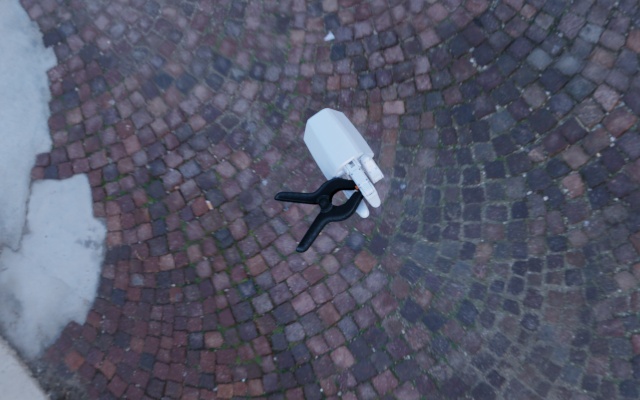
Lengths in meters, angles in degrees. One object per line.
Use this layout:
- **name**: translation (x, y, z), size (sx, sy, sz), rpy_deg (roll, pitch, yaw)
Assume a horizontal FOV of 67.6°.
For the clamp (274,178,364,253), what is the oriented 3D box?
- **clamp**: translation (0.000, 0.003, 0.868), size (0.171, 0.120, 0.039), rpy_deg (-34, -10, 3)
